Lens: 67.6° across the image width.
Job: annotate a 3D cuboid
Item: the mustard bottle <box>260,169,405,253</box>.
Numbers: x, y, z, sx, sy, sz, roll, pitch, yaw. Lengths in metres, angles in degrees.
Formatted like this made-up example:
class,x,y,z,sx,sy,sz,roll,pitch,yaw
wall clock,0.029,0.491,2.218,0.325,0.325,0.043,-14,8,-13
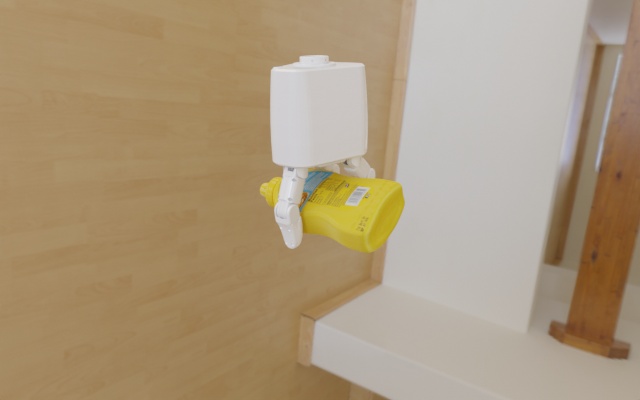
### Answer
class,x,y,z,sx,sy,sz,roll,pitch,yaw
mustard bottle,0.000,0.002,0.596,0.191,0.058,0.096,13,49,34
